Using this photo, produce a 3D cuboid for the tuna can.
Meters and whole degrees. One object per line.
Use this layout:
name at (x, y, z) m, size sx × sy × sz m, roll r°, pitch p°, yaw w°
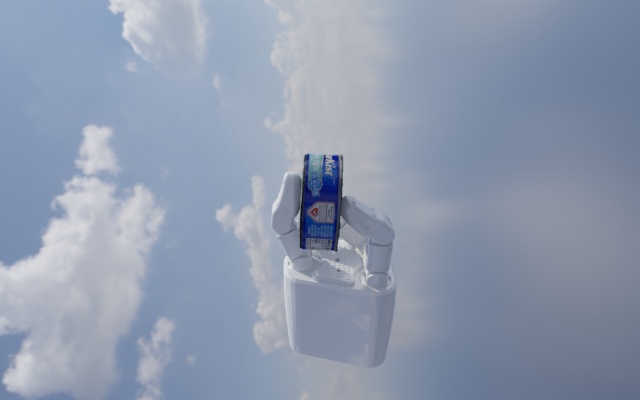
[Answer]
tuna can at (-0.001, 0.001, 0.419) m, size 0.034 × 0.086 × 0.086 m, roll 3°, pitch 0°, yaw -1°
